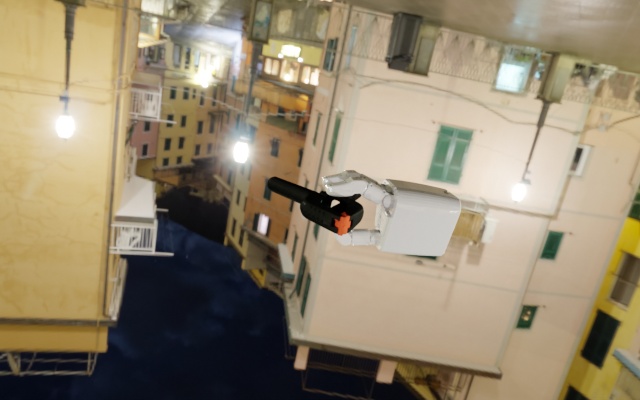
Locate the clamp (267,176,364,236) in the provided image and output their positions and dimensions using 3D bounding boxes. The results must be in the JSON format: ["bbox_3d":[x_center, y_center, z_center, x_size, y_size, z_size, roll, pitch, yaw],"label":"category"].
[{"bbox_3d":[0.000,0.003,0.732,0.164,0.036,0.210,6,16,-7],"label":"clamp"}]
